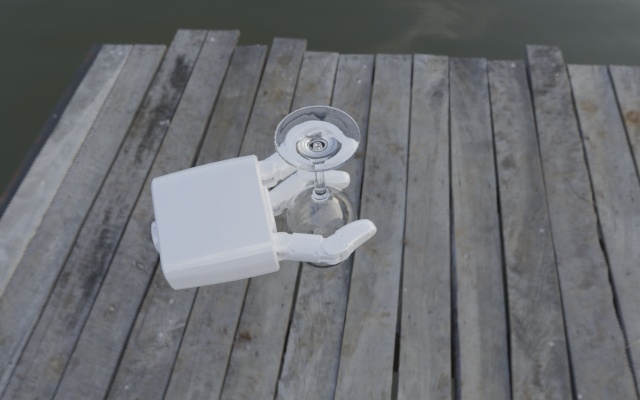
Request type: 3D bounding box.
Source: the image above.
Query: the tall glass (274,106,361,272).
[{"bbox_3d":[0.000,0.001,0.488,0.079,0.079,0.201,0,-34,3],"label":"tall glass"}]
